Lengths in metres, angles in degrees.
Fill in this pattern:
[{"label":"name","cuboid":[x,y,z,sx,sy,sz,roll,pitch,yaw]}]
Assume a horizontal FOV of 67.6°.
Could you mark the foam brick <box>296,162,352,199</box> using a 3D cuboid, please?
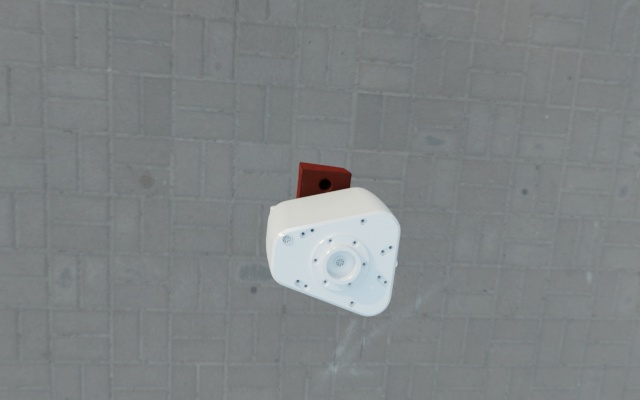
[{"label":"foam brick","cuboid":[0.000,0.001,0.514,0.053,0.078,0.051,5,9,-7]}]
